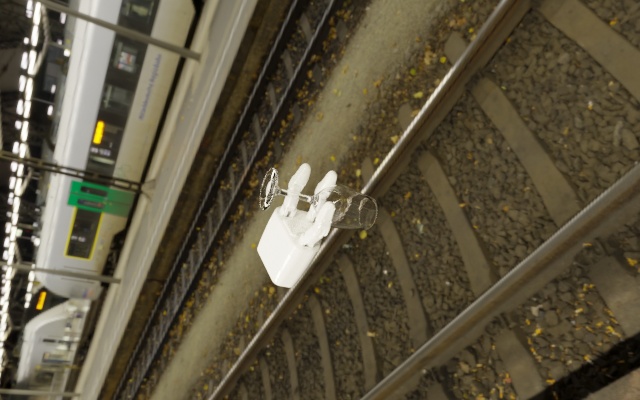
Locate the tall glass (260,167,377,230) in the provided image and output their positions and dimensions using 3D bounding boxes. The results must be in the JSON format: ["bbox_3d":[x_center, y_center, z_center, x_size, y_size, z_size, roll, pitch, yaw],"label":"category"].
[{"bbox_3d":[0.000,0.003,0.838,0.201,0.079,0.079,14,-6,-24],"label":"tall glass"}]
